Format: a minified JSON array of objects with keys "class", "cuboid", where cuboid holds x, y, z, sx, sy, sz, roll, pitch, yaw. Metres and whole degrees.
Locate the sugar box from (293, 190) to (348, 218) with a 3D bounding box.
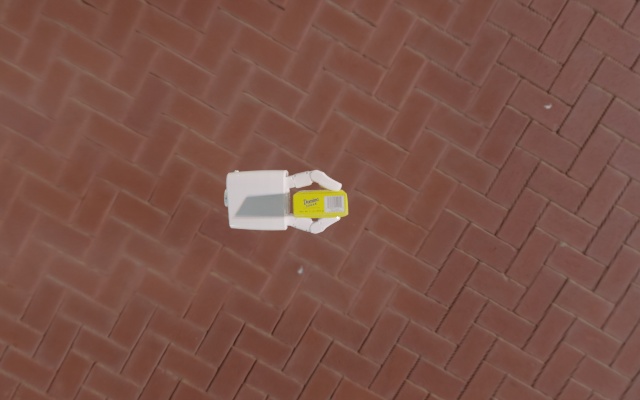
[{"class":"sugar box","cuboid":[0.000,0.002,0.887,0.093,0.048,0.176,-1,6,0]}]
